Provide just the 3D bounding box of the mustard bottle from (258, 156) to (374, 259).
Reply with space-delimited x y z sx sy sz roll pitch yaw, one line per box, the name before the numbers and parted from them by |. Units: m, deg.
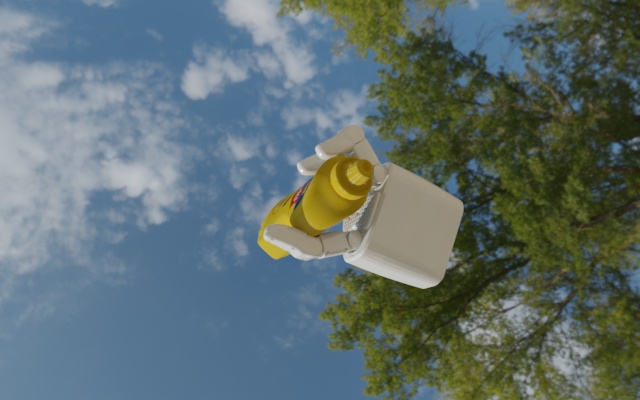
mustard bottle | 0.000 0.002 0.515 0.096 0.058 0.192 -49 7 -32
